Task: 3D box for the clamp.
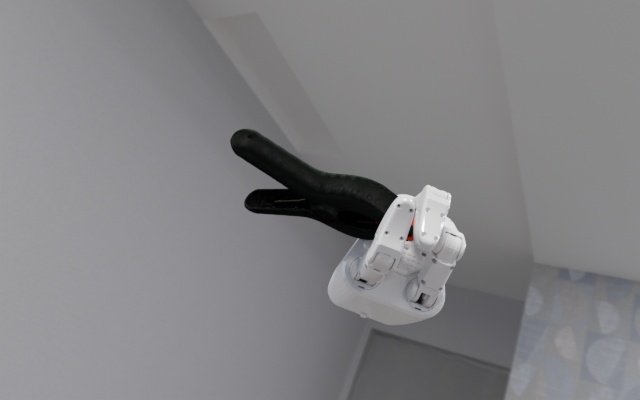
[{"bbox_3d":[0.000,0.001,0.427,0.171,0.039,0.120,24,-21,0],"label":"clamp"}]
